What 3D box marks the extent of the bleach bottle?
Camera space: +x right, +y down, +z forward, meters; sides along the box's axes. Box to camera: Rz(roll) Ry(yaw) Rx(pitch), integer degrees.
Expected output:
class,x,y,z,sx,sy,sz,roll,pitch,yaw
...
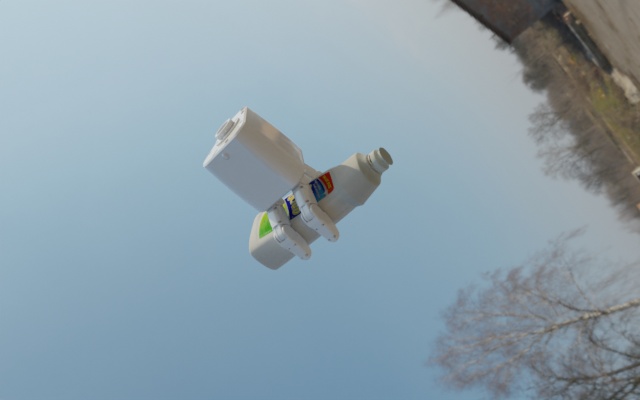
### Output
class,x,y,z,sx,sy,sz,roll,pitch,yaw
bleach bottle,0.000,0.002,0.692,0.068,0.102,0.251,38,-57,-24
